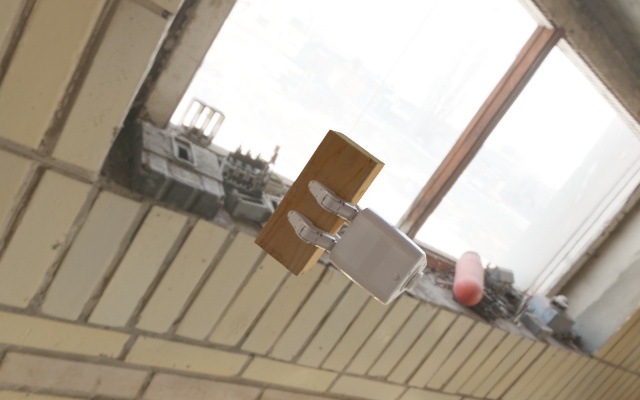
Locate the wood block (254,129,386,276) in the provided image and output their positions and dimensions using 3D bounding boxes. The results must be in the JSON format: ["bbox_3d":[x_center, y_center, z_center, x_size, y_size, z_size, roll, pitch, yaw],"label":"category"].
[{"bbox_3d":[0.001,0.003,0.736,0.090,0.206,0.091,37,13,10],"label":"wood block"}]
